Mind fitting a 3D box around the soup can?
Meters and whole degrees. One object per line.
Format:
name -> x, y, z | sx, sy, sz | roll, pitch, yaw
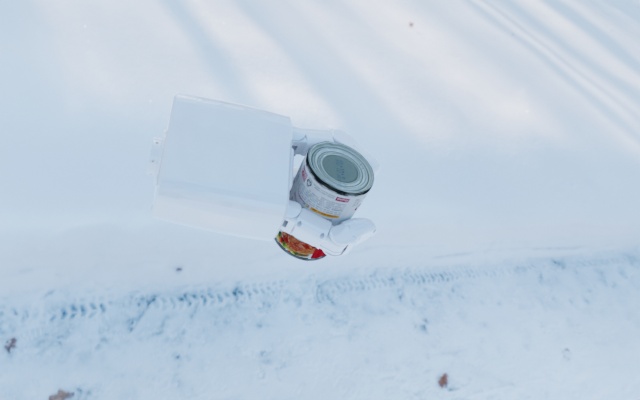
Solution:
soup can -> 0.001, 0.001, 0.458 | 0.068, 0.068, 0.102 | 0, -40, -29
